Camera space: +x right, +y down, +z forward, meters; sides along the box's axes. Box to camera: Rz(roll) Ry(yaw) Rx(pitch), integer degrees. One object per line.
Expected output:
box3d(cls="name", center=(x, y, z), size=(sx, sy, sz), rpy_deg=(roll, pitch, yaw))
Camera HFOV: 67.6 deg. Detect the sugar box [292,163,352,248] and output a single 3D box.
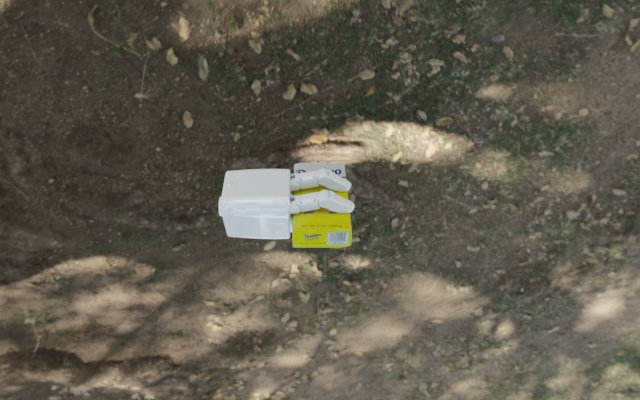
box3d(cls="sugar box", center=(0.000, 0.002, 0.801), size=(0.093, 0.048, 0.176), rpy_deg=(0, 43, -3))
